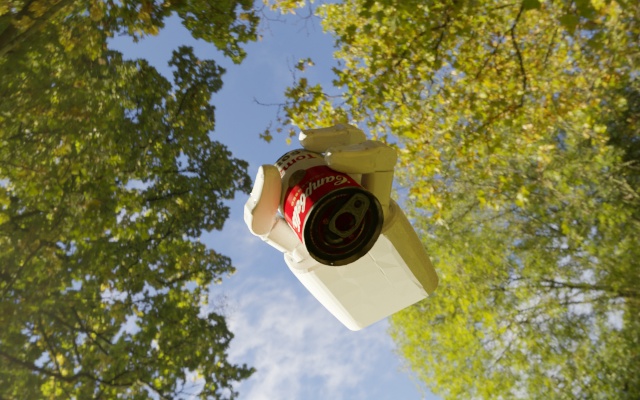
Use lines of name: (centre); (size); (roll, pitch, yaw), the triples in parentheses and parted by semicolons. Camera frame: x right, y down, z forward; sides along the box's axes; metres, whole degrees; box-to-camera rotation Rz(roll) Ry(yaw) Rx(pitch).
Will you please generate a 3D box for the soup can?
soup can: (0.000, 0.001, 0.406); (0.068, 0.068, 0.102); (0, 23, -24)
